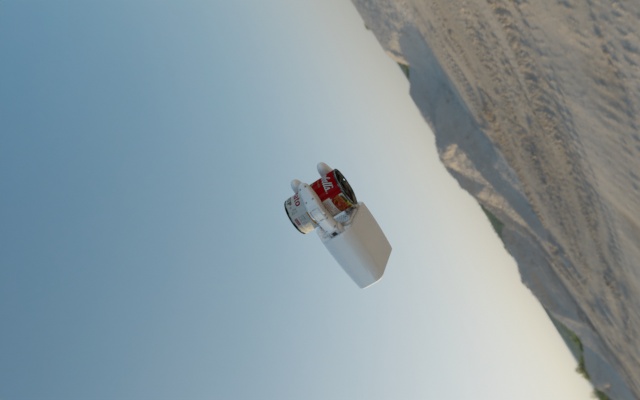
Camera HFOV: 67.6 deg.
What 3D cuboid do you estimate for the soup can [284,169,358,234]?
[{"bbox_3d":[0.000,0.002,0.784,0.102,0.068,0.068,-32,-10,16],"label":"soup can"}]
